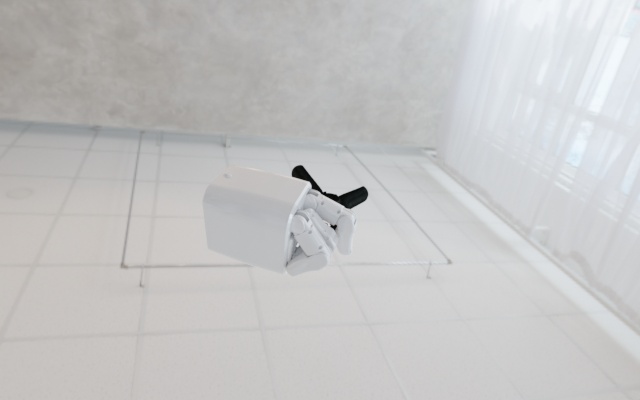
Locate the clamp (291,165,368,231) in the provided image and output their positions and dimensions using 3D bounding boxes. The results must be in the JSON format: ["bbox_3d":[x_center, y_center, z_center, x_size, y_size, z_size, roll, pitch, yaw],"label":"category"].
[{"bbox_3d":[0.000,0.003,0.665,0.120,0.039,0.171,17,26,6],"label":"clamp"}]
